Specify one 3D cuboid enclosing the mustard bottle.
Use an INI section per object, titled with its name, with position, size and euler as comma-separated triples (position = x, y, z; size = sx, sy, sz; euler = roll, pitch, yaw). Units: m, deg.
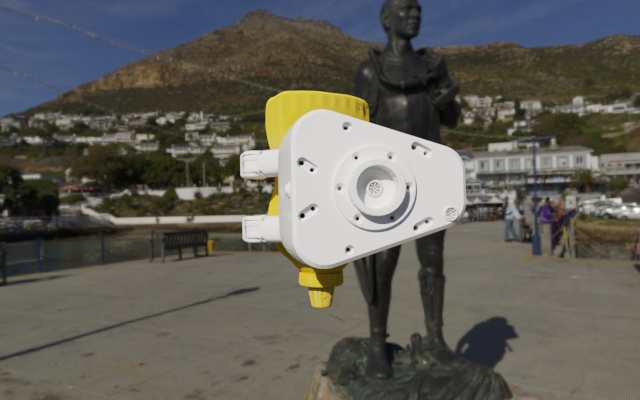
[mustard bottle]
position = 0.000, 0.001, 0.438
size = 0.096, 0.191, 0.058
euler = -1, -1, -31
